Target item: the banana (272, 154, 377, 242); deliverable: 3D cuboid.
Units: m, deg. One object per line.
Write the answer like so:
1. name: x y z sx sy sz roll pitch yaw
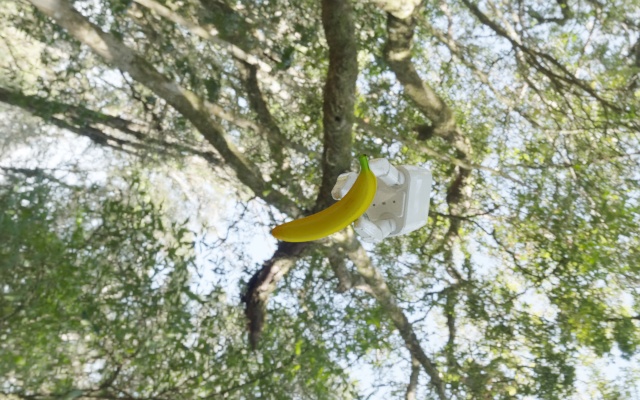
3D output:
1. banana: 0.015 0.014 0.691 0.198 0.069 0.037 -40 6 25
